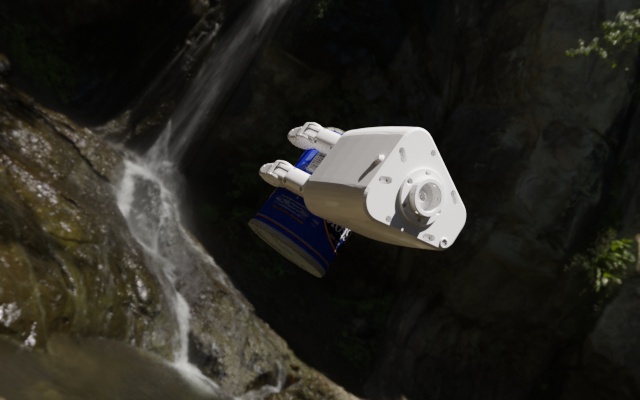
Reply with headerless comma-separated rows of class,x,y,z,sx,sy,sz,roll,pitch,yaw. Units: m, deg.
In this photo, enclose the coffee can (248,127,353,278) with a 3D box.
coffee can,0.000,0.002,0.550,0.103,0.140,0.103,34,-14,10
